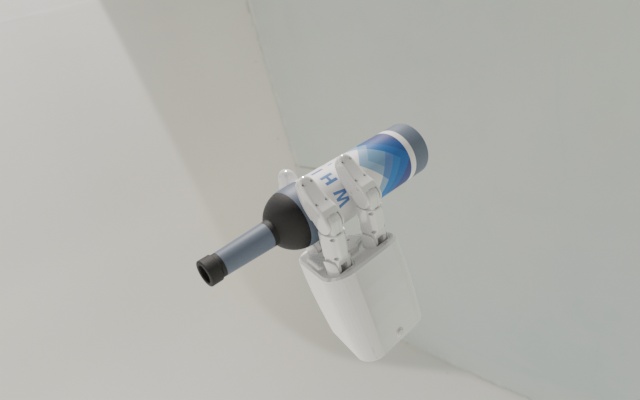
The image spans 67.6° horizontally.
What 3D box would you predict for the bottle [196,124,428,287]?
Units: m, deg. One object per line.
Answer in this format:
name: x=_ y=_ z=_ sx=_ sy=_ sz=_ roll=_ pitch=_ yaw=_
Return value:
bottle: x=0.000 y=0.001 z=0.513 sx=0.295 sy=0.069 sz=0.069 roll=-32 pitch=18 yaw=-32
